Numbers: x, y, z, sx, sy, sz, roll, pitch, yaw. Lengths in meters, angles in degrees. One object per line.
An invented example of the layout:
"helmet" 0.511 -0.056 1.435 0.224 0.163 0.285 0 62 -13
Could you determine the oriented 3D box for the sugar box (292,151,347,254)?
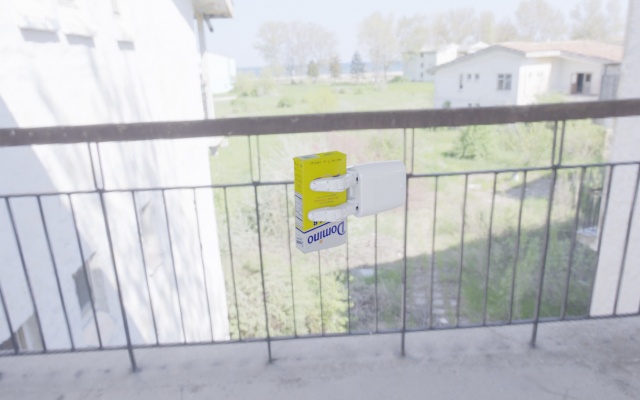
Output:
"sugar box" 0.001 0.003 0.872 0.093 0.176 0.048 -11 18 -27
